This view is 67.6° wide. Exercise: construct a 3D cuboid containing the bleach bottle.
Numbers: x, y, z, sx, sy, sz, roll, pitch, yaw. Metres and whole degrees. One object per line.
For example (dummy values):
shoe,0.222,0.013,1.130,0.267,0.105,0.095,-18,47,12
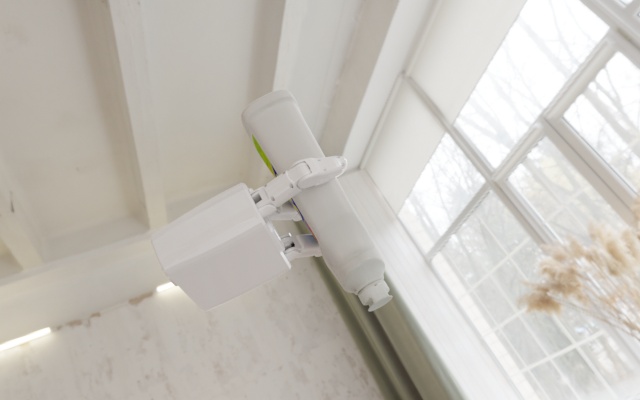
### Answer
bleach bottle,0.000,0.002,0.518,0.068,0.250,0.103,-29,-25,-5
